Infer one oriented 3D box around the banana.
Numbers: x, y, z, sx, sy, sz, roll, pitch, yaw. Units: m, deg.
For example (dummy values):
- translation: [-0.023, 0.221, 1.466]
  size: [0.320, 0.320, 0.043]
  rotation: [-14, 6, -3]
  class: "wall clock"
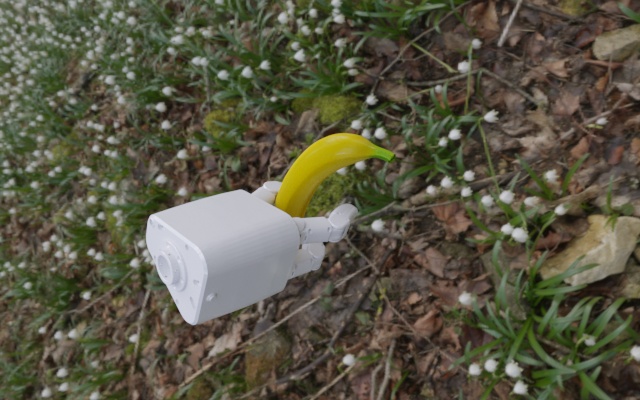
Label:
- translation: [-0.008, -0.015, 0.523]
  size: [0.037, 0.069, 0.198]
  rotation: [-22, -14, -48]
  class: "banana"
